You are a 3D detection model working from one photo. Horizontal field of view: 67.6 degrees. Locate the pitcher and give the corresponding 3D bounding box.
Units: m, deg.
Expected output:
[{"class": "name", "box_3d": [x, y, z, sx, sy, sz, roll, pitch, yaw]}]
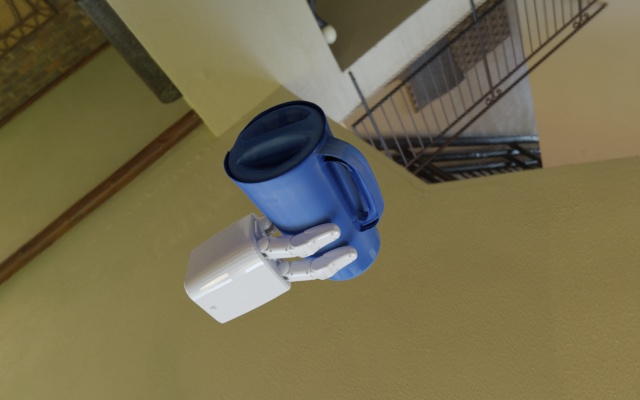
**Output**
[{"class": "pitcher", "box_3d": [0.000, 0.002, 0.619, 0.145, 0.243, 0.149, -31, 42, 3]}]
